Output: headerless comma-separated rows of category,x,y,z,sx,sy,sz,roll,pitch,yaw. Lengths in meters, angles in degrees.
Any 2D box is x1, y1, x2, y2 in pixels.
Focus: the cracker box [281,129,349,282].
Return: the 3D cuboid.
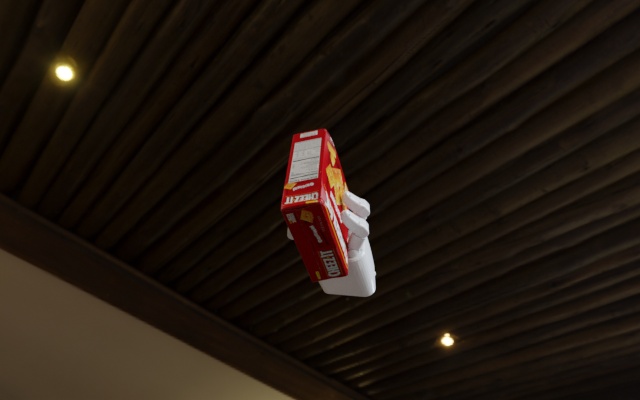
cracker box,0.000,0.003,0.815,0.072,0.164,0.213,-12,37,12
